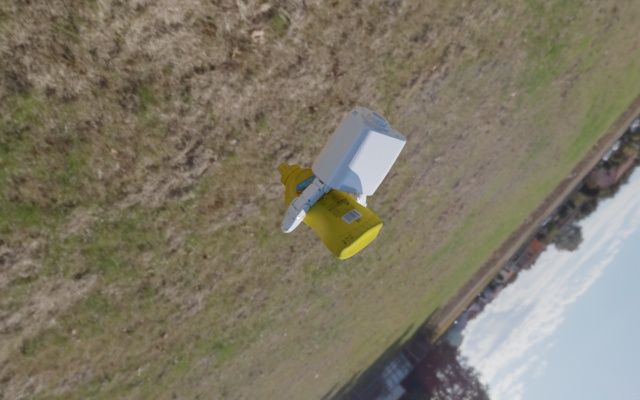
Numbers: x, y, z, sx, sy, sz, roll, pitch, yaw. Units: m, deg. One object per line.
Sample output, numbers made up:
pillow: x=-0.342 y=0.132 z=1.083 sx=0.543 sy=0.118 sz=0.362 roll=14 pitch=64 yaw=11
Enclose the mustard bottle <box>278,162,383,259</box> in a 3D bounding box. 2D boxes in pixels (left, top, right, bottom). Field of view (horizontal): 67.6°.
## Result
mustard bottle: x=0.000 y=0.003 z=0.758 sx=0.096 sy=0.058 sz=0.191 roll=-30 pitch=63 yaw=-37
